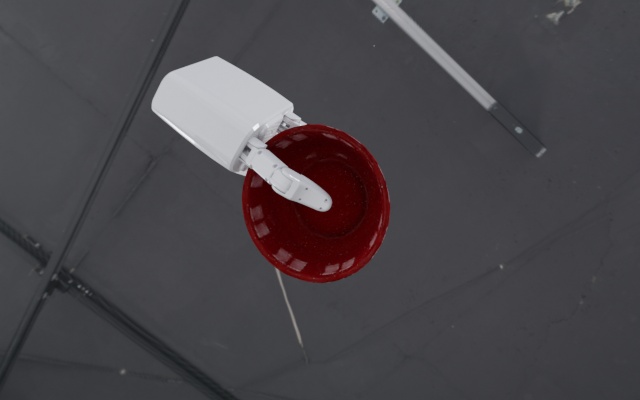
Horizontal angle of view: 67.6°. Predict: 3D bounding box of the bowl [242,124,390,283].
[{"bbox_3d":[0.001,0.003,0.505,0.162,0.162,0.055,0,7,22],"label":"bowl"}]
